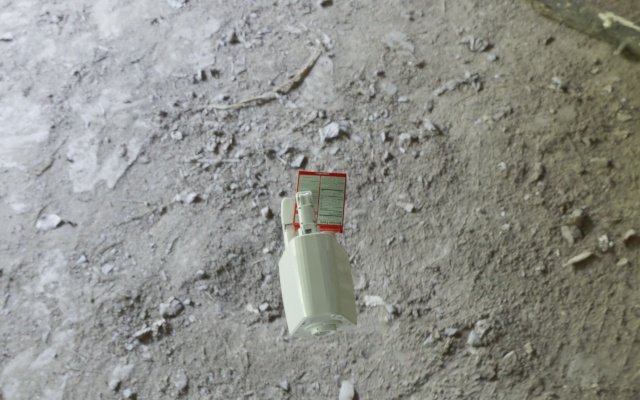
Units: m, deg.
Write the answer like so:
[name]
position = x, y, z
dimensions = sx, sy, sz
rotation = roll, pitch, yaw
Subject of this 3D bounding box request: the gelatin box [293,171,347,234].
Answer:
[gelatin box]
position = 0.000, 0.002, 0.704
dimensions = 0.073, 0.089, 0.030
rotation = 3, -22, 4
